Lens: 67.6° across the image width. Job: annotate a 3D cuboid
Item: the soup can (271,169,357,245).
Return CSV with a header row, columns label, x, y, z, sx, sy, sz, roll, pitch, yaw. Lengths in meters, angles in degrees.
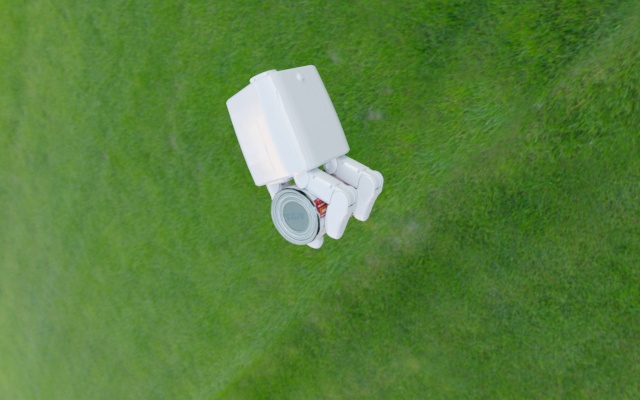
label,x,y,z,sx,sy,sz,roll,pitch,yaw
soup can,0.000,0.002,0.552,0.068,0.068,0.102,0,19,37
